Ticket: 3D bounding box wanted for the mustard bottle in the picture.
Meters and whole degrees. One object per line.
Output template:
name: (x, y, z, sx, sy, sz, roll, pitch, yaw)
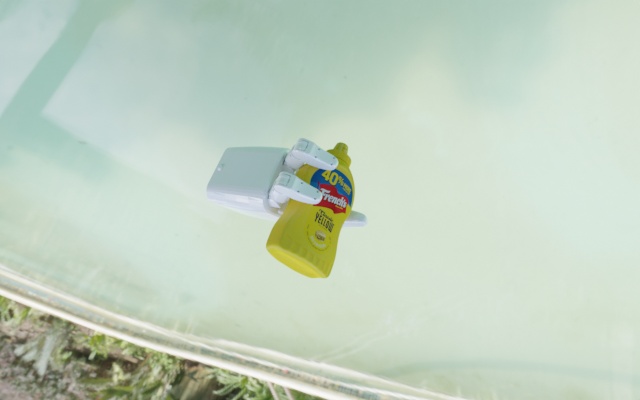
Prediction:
mustard bottle: (0.000, 0.002, 0.649, 0.096, 0.191, 0.058, 37, -29, -31)
